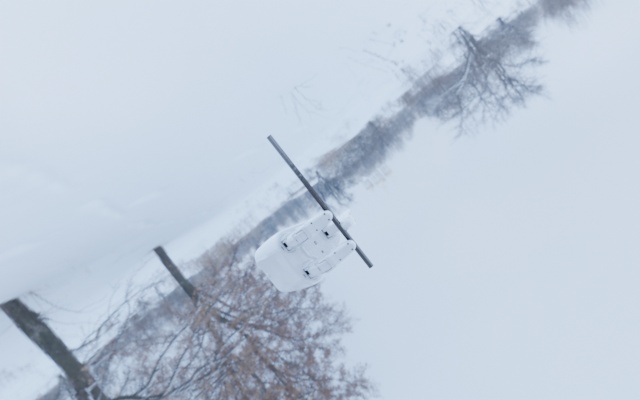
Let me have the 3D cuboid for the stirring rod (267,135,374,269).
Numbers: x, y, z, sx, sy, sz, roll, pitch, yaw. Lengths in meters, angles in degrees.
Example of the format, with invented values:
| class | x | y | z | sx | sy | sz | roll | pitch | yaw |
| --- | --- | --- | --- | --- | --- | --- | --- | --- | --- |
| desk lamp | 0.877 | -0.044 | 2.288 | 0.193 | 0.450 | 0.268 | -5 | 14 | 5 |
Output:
| class | x | y | z | sx | sy | sz | roll | pitch | yaw |
| --- | --- | --- | --- | --- | --- | --- | --- | --- | --- |
| stirring rod | 0.000 | 0.002 | 0.691 | 0.011 | 0.239 | 0.011 | -38 | 3 | 2 |
